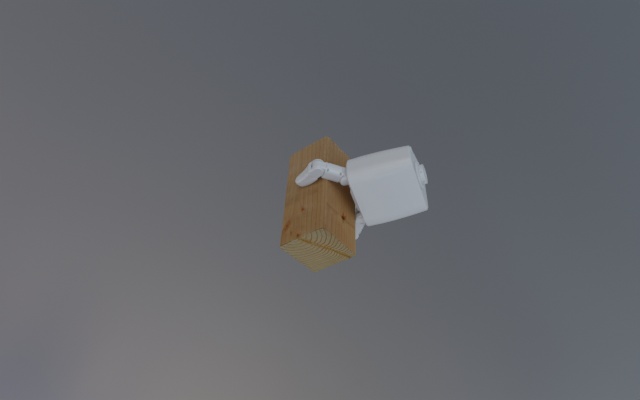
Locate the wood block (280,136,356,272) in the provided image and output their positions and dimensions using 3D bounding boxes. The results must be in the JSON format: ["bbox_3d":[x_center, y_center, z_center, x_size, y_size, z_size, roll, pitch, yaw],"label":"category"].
[{"bbox_3d":[0.000,0.002,0.819,0.090,0.206,0.091,-25,-49,28],"label":"wood block"}]
